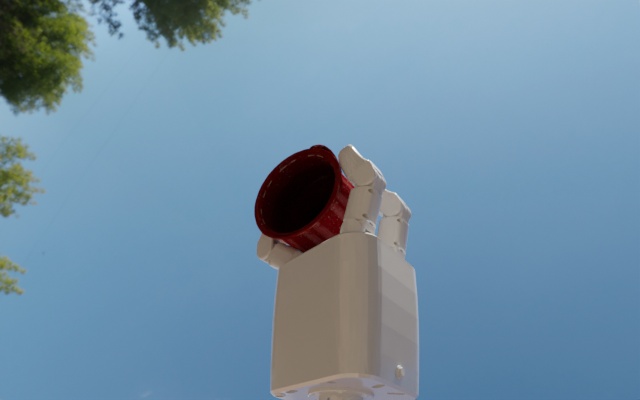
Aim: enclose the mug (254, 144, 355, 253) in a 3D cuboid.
[{"bbox_3d":[0.000,0.000,0.457,0.093,0.117,0.081,-15,-37,30],"label":"mug"}]
